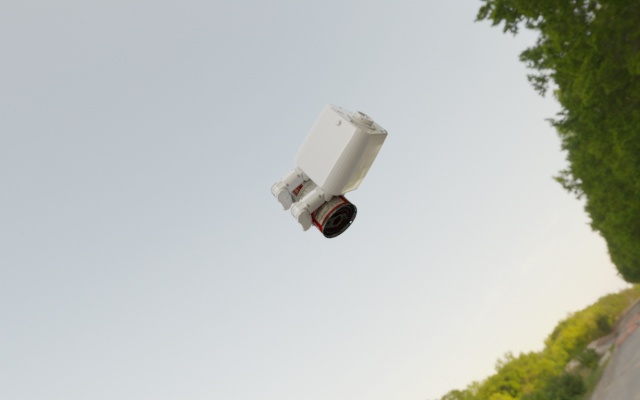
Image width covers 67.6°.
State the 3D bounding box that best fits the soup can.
[{"bbox_3d":[0.000,0.003,0.759,0.068,0.068,0.102,0,37,-49],"label":"soup can"}]
